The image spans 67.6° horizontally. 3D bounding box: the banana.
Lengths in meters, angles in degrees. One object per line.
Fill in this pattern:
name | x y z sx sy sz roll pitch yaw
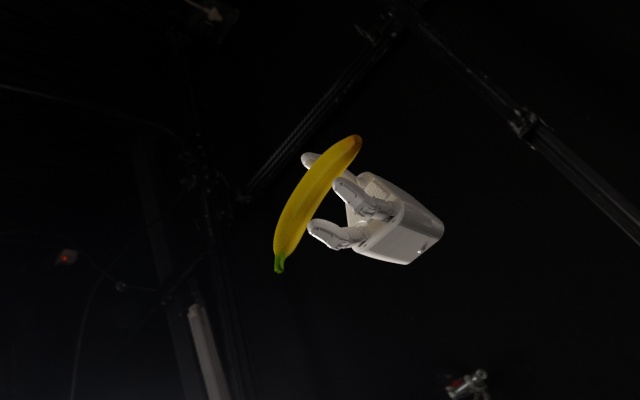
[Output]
banana | -0.010 -0.002 0.616 0.037 0.198 0.069 25 8 -34
